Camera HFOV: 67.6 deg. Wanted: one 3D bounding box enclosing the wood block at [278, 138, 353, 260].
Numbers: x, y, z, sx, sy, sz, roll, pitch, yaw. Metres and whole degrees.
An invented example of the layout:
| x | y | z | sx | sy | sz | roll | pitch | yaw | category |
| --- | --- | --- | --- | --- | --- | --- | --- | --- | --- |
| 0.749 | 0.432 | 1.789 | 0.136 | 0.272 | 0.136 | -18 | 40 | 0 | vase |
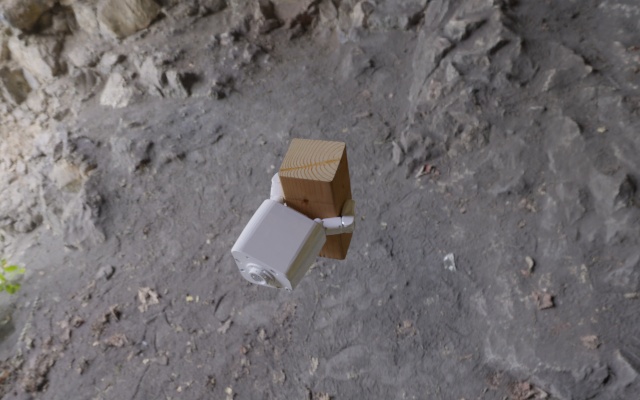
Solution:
| x | y | z | sx | sy | sz | roll | pitch | yaw | category |
| --- | --- | --- | --- | --- | --- | --- | --- | --- | --- |
| 0.000 | 0.003 | 0.819 | 0.091 | 0.090 | 0.206 | 7 | -40 | 15 | wood block |
